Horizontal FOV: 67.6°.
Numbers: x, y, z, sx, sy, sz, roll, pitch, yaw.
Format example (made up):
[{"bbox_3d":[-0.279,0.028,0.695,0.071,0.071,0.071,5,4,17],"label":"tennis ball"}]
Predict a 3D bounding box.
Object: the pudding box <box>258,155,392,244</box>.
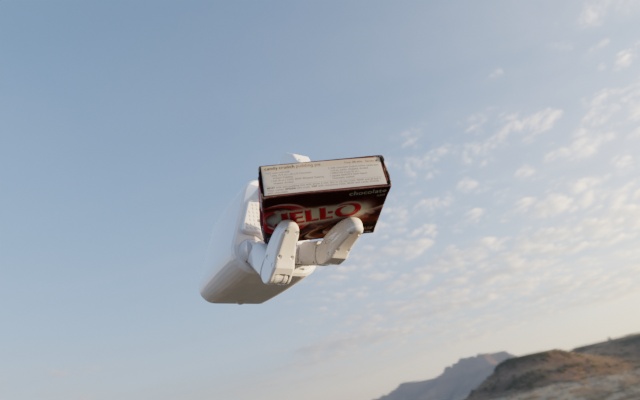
[{"bbox_3d":[0.000,0.001,0.439,0.113,0.039,0.090,-8,-28,-9],"label":"pudding box"}]
